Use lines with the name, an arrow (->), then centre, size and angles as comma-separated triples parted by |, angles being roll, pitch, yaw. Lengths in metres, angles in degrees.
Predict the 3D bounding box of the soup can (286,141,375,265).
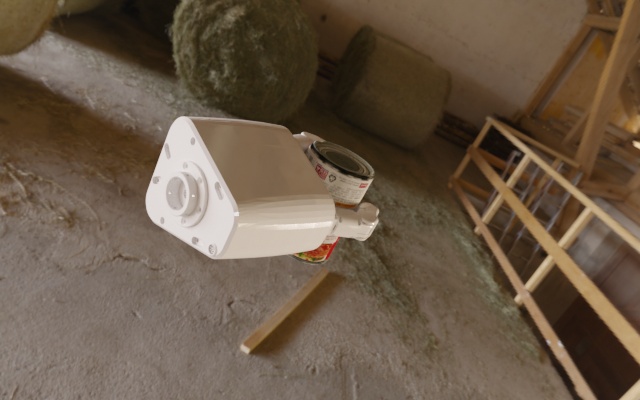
soup can -> 0.001, 0.001, 0.463 | 0.068, 0.102, 0.068 | 24, 22, -10
